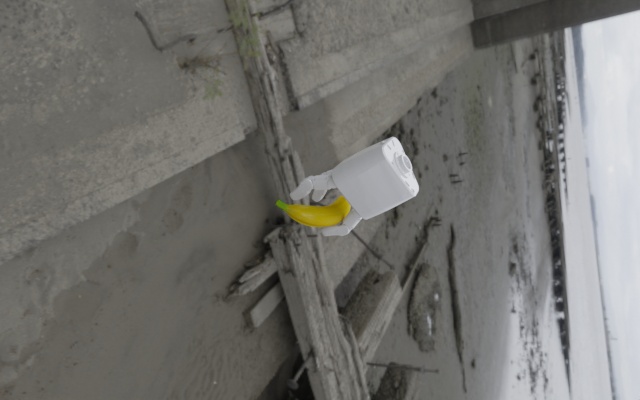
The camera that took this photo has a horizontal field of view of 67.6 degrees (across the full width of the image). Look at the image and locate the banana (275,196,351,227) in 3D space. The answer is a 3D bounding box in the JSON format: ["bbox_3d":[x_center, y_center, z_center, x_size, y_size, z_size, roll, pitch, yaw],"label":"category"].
[{"bbox_3d":[0.007,0.018,0.875,0.198,0.069,0.037,-1,-38,-52],"label":"banana"}]
